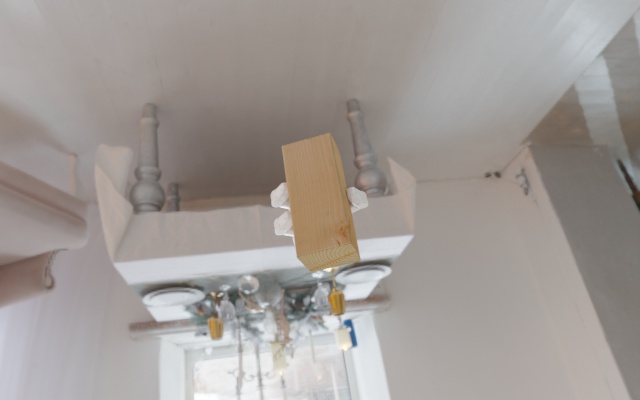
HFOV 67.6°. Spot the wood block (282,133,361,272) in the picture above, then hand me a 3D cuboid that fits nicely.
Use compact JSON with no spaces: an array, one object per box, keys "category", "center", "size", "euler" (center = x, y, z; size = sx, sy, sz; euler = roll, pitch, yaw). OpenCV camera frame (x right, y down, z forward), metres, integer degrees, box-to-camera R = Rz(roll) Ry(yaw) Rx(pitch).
[{"category":"wood block","center":[0.001,0.003,0.807],"size":[0.091,0.206,0.090],"euler":[-14,-27,9]}]
